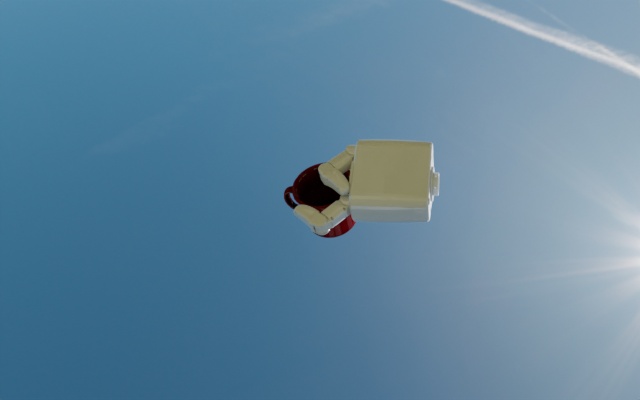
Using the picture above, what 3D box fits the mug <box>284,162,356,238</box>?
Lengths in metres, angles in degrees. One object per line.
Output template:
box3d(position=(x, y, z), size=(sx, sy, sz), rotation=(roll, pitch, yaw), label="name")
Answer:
box3d(position=(-0.001, 0.003, 0.731), size=(0.117, 0.093, 0.082), rotation=(2, -40, 18), label="mug")
